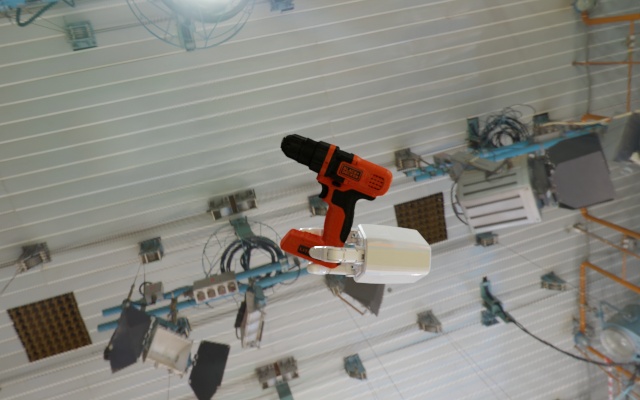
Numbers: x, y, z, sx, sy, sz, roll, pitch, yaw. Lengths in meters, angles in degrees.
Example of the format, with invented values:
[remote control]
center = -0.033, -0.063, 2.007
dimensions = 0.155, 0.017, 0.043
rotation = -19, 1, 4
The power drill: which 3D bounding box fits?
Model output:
[power drill]
center = 0.000, 0.003, 0.767
dimensions = 0.184, 0.188, 0.057
rotation = 22, 16, 1
